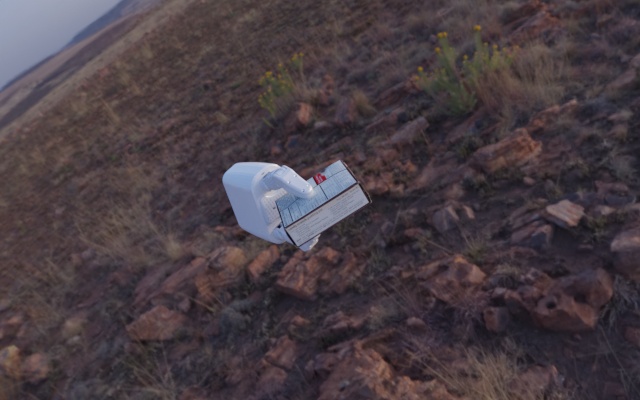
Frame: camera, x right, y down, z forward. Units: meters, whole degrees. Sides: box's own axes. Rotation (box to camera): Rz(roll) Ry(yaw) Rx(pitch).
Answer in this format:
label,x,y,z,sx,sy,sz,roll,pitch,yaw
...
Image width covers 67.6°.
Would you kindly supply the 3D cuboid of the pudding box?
label,x,y,z,sx,sy,sz,roll,pitch,yaw
pudding box,0.000,0.002,0.622,0.113,0.039,0.090,-33,27,3
